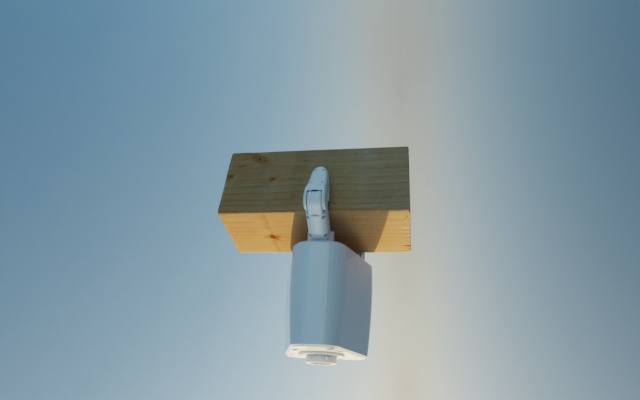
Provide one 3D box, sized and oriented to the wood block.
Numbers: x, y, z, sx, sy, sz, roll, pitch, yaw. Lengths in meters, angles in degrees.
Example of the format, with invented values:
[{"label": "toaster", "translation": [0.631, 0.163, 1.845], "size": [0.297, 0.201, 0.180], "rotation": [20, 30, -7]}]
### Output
[{"label": "wood block", "translation": [0.000, 0.002, 0.557], "size": [0.206, 0.090, 0.091], "rotation": [-1, -37, 10]}]
